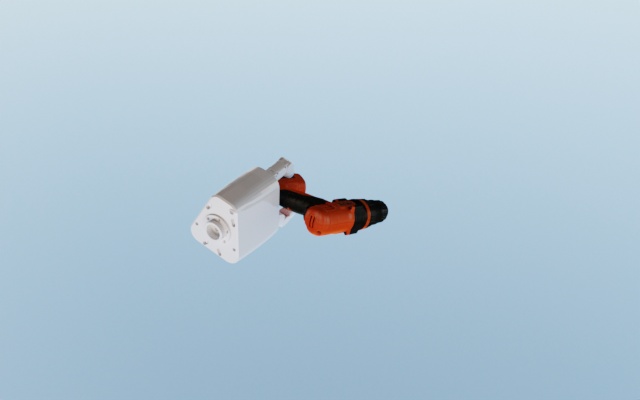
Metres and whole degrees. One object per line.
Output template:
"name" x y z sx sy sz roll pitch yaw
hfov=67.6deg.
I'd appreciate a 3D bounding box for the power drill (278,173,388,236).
"power drill" 0.000 0.003 0.805 0.187 0.057 0.184 21 16 39
